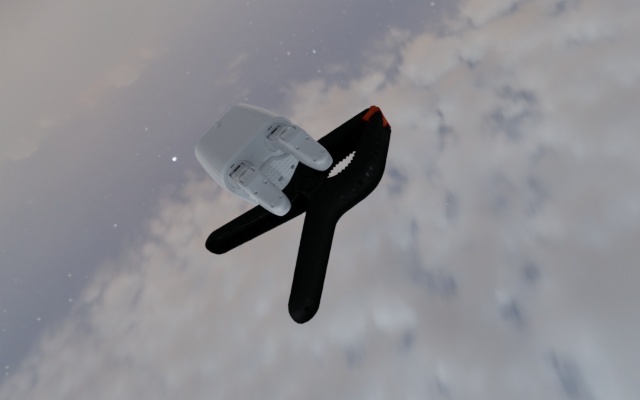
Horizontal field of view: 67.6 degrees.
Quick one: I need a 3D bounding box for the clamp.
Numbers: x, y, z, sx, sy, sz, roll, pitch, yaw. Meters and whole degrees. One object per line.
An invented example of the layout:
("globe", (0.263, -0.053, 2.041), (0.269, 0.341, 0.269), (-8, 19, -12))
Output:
("clamp", (0.001, 0.001, 0.430), (0.164, 0.210, 0.036), (35, -12, 49))
